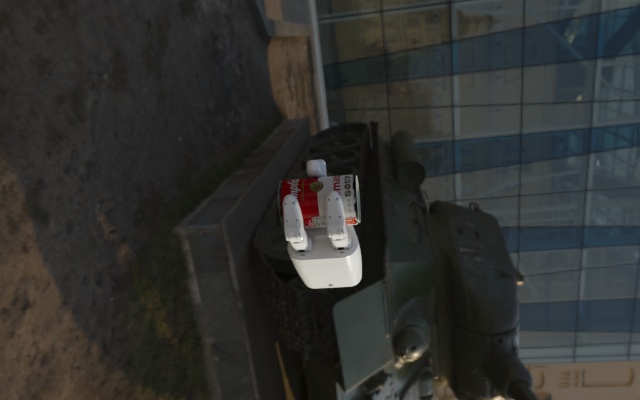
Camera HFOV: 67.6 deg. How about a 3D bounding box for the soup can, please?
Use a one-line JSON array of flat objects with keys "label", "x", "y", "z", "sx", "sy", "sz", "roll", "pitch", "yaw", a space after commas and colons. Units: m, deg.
[{"label": "soup can", "x": 0.000, "y": 0.002, "z": 0.639, "sx": 0.102, "sy": 0.068, "sz": 0.068, "roll": -4, "pitch": -1, "yaw": 8}]
